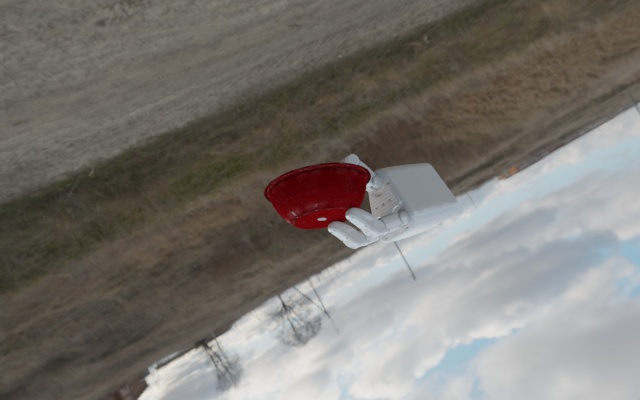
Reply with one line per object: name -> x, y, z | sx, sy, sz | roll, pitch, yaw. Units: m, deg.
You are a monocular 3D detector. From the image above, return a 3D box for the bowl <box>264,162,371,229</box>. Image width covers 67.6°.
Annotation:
bowl -> -0.001, 0.003, 0.703 | 0.162, 0.055, 0.162 | -9, -19, -3
